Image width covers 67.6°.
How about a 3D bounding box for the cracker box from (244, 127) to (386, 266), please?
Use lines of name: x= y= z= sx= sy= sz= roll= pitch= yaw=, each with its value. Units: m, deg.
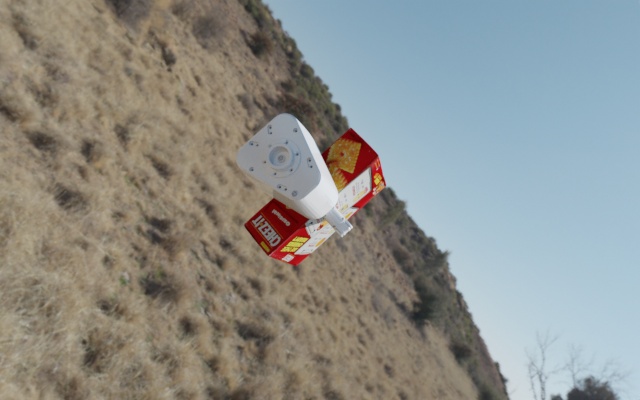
cracker box: x=0.000 y=0.002 z=0.757 sx=0.213 sy=0.072 sz=0.164 roll=-41 pitch=-17 yaw=0
